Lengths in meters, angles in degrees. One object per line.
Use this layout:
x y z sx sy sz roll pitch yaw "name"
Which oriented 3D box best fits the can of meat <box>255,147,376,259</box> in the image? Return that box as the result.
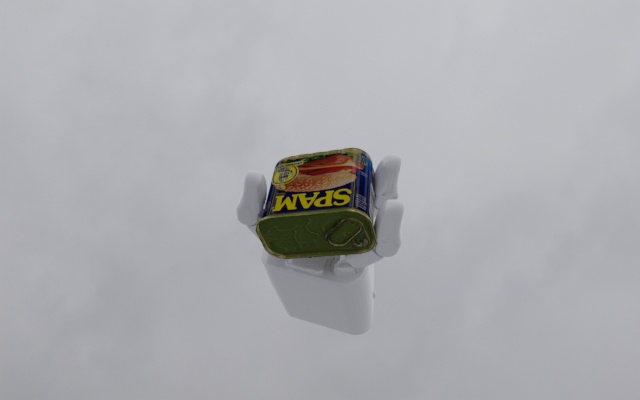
0.000 0.001 0.438 0.102 0.083 0.057 -6 -45 14 "can of meat"
